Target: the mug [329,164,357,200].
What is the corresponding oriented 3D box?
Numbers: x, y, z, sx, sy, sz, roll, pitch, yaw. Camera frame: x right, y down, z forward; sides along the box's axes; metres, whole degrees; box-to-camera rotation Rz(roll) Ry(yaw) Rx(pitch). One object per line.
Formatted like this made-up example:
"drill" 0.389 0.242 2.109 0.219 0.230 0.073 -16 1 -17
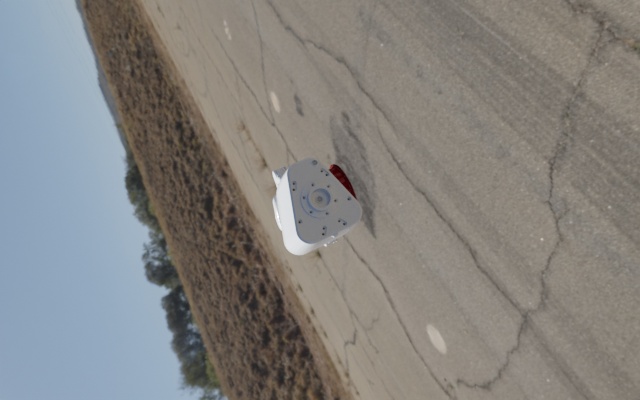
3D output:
"mug" 0.000 0.003 0.770 0.081 0.093 0.117 -23 -8 -15
